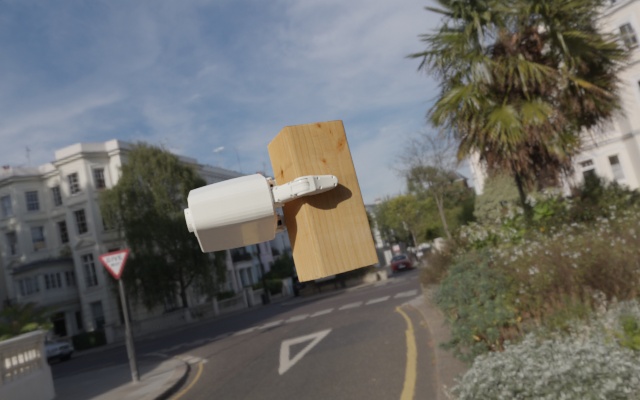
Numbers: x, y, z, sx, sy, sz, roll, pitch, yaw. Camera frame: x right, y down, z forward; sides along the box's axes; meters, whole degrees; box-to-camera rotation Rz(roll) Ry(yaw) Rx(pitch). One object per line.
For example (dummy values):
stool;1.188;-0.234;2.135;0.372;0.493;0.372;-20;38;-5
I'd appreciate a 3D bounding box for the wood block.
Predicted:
wood block;0.000;0.002;0.676;0.090;0.206;0.091;-11;-8;-25
